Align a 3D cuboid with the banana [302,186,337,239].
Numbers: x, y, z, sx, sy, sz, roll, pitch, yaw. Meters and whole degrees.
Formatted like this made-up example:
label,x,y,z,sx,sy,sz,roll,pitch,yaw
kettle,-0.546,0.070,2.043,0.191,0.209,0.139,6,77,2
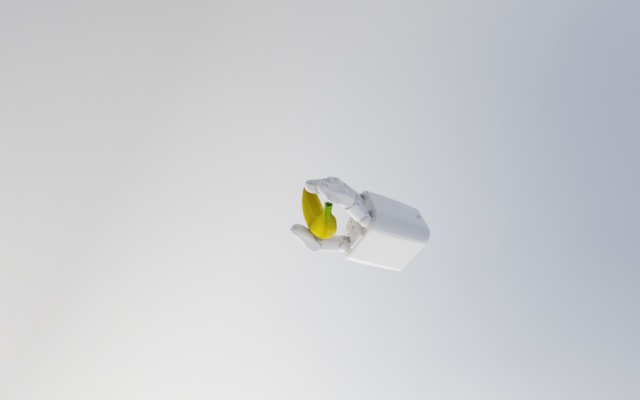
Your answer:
label,x,y,z,sx,sy,sz,roll,pitch,yaw
banana,-0.002,0.021,0.784,0.037,0.069,0.197,7,8,-14
